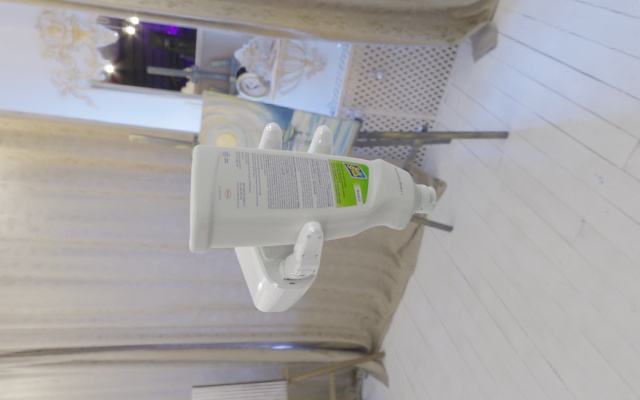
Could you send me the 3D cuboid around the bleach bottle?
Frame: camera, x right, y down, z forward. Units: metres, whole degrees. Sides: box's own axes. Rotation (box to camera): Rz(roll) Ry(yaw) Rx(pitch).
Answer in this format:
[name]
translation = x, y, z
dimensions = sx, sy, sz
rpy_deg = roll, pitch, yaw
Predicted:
[bleach bottle]
translation = 0.000, 0.001, 0.479
dimensions = 0.251, 0.102, 0.068
rpy_deg = 2, -29, -17
